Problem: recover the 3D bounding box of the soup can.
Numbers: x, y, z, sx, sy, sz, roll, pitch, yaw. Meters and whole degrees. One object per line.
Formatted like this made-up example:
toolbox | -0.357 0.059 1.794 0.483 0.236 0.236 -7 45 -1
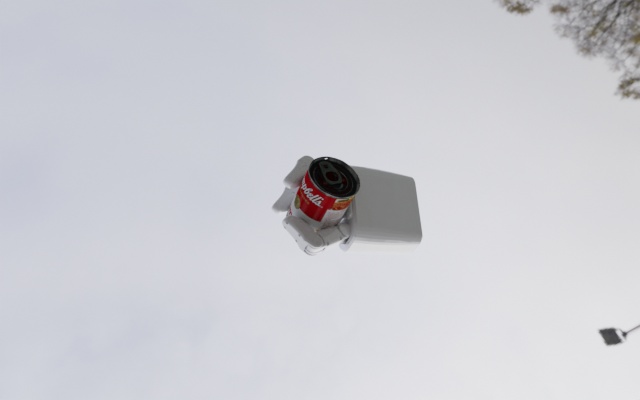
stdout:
soup can | 0.000 0.002 0.618 0.068 0.068 0.102 0 -39 -26
